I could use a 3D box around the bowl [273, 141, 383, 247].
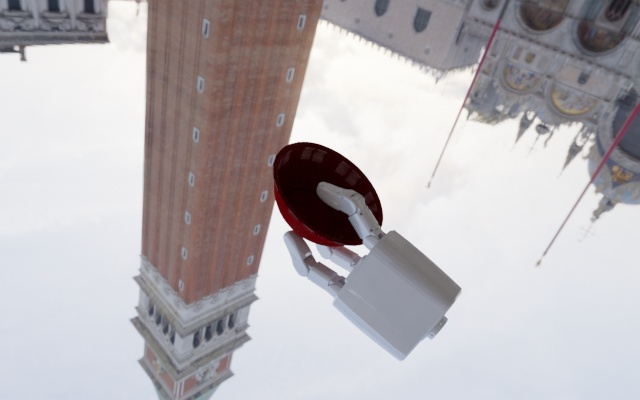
[{"bbox_3d":[-0.001,0.001,0.613,0.162,0.162,0.055,0,-35,-39],"label":"bowl"}]
